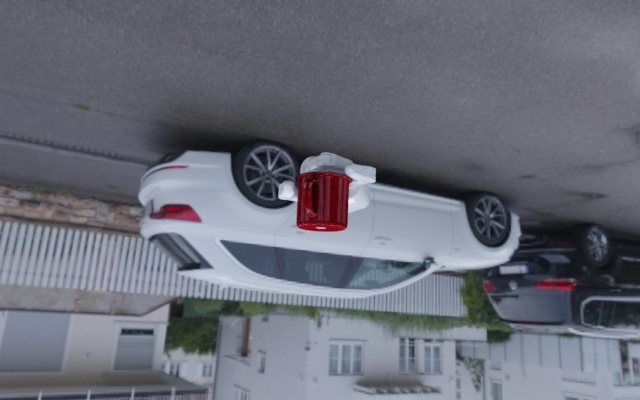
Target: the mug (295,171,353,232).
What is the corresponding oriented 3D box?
[{"bbox_3d":[0.000,0.002,0.746,0.093,0.081,0.117,-1,-12,18],"label":"mug"}]
